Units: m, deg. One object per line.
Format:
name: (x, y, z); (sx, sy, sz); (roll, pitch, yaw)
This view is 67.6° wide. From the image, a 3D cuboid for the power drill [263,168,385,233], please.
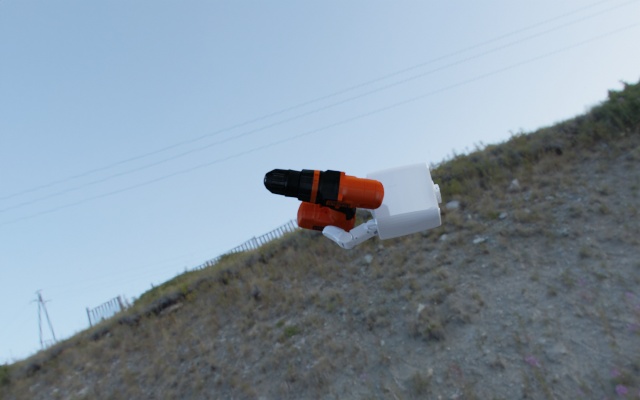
power drill: (0.000, 0.003, 0.791); (0.184, 0.057, 0.188); (9, -17, -1)
